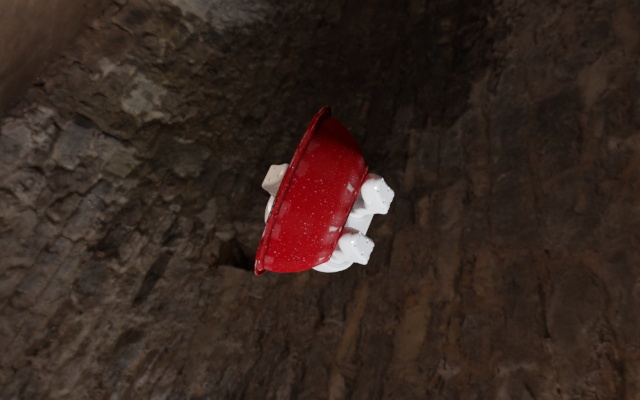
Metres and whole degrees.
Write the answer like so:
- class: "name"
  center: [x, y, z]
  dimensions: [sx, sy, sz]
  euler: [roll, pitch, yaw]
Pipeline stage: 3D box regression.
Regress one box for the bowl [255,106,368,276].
- class: "bowl"
  center: [0.000, 0.002, 0.423]
  dimensions: [0.055, 0.162, 0.162]
  euler: [23, 2, 5]
